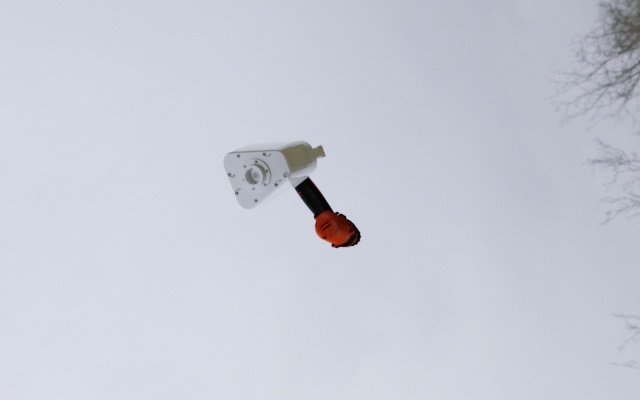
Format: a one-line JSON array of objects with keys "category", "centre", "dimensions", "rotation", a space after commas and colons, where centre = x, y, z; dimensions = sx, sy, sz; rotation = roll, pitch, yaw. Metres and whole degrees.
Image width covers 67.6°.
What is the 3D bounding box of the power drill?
[{"category": "power drill", "centre": [0.000, 0.002, 0.861], "dimensions": [0.057, 0.187, 0.184], "rotation": [-39, -18, 6]}]
